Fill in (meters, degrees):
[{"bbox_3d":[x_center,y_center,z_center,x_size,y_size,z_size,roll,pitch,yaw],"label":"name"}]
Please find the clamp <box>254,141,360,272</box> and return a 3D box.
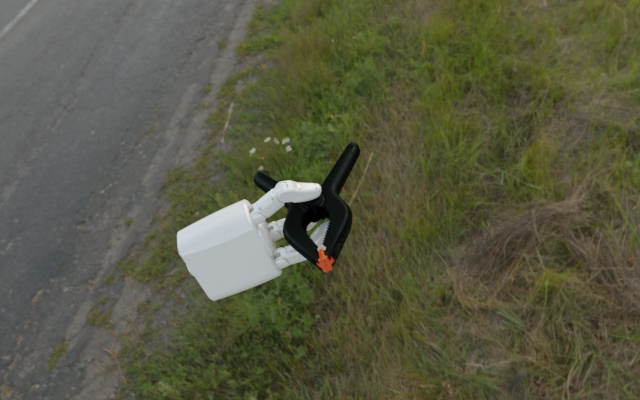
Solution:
[{"bbox_3d":[0.000,0.002,0.653,0.164,0.209,0.036,-23,-45,2],"label":"clamp"}]
